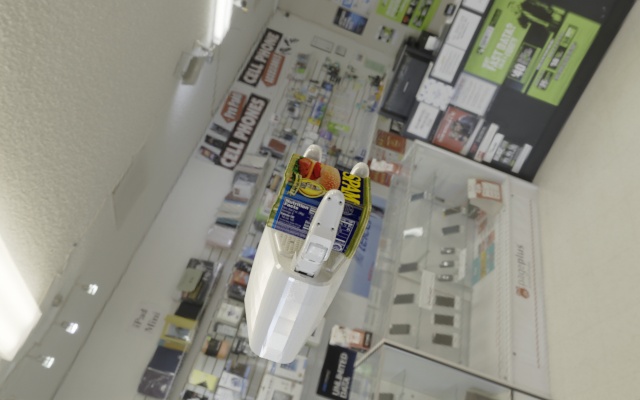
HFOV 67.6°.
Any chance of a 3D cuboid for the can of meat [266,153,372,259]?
[{"bbox_3d":[0.000,0.001,0.464,0.084,0.057,0.102,19,25,-4],"label":"can of meat"}]
